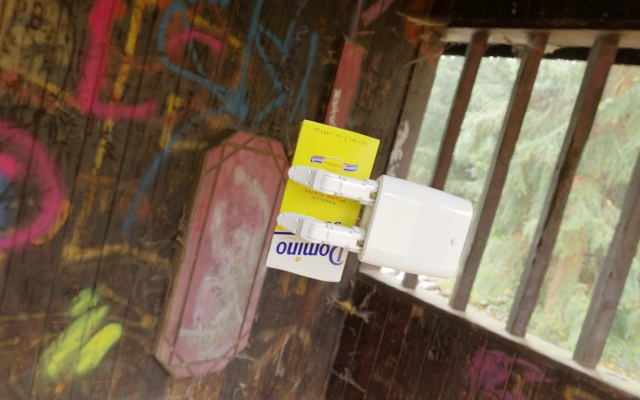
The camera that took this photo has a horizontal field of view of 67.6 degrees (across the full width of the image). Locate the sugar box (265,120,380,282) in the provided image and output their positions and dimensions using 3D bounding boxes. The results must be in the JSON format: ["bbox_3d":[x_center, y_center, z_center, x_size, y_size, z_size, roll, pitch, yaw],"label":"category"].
[{"bbox_3d":[0.000,0.002,0.565,0.093,0.176,0.048,14,5,-5],"label":"sugar box"}]
